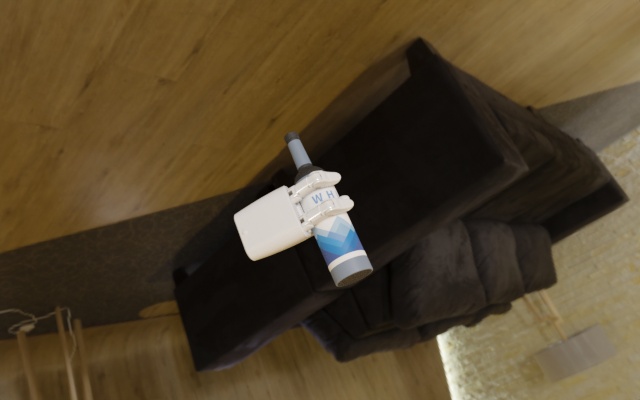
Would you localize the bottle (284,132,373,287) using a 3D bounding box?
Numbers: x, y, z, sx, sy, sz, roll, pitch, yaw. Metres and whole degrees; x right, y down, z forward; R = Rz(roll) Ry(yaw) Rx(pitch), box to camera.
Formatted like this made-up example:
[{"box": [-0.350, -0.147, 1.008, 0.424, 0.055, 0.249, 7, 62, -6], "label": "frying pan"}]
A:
[{"box": [0.000, 0.003, 0.838, 0.069, 0.295, 0.069, -21, -23, -9], "label": "bottle"}]
